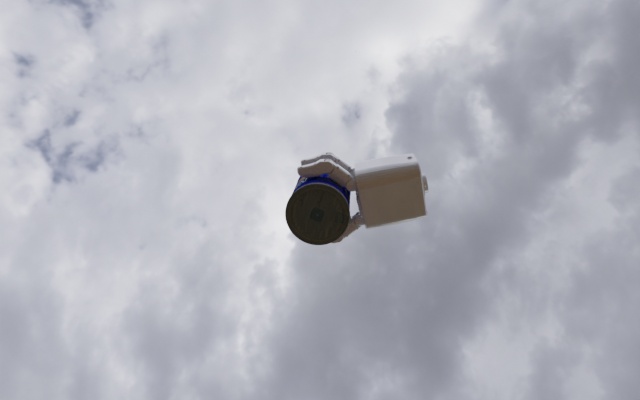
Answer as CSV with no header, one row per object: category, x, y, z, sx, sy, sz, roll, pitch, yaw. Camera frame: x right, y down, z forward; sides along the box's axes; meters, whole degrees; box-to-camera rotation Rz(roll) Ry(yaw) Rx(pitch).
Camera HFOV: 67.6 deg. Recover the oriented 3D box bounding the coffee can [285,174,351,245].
coffee can,0.000,0.003,0.814,0.103,0.103,0.140,0,17,4
